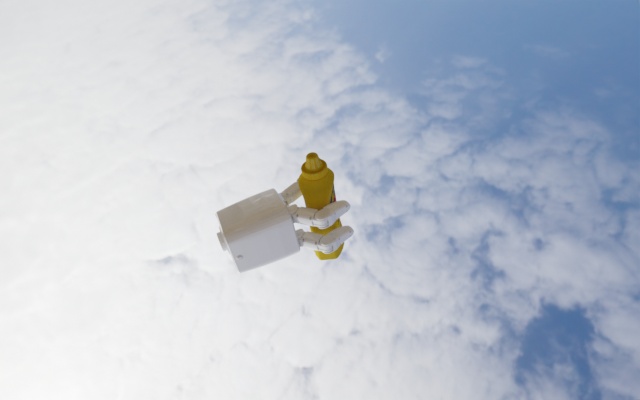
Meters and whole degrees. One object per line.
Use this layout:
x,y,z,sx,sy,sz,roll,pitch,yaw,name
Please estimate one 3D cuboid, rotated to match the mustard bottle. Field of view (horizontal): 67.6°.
0.000,0.003,0.781,0.058,0.192,0.096,-5,42,8,mustard bottle
